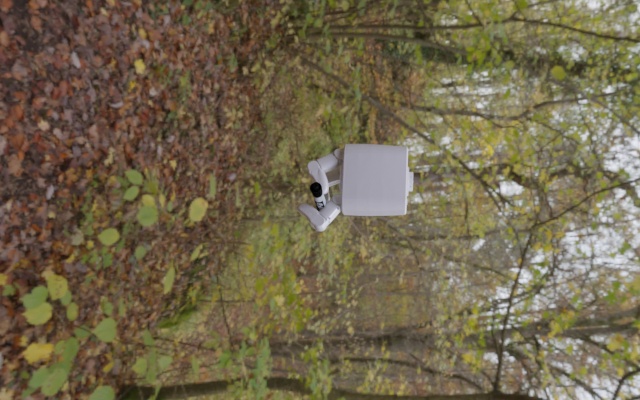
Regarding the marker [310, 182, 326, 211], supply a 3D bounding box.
[{"bbox_3d":[0.000,0.003,0.783,0.020,0.020,0.121,0,-25,8],"label":"marker"}]
